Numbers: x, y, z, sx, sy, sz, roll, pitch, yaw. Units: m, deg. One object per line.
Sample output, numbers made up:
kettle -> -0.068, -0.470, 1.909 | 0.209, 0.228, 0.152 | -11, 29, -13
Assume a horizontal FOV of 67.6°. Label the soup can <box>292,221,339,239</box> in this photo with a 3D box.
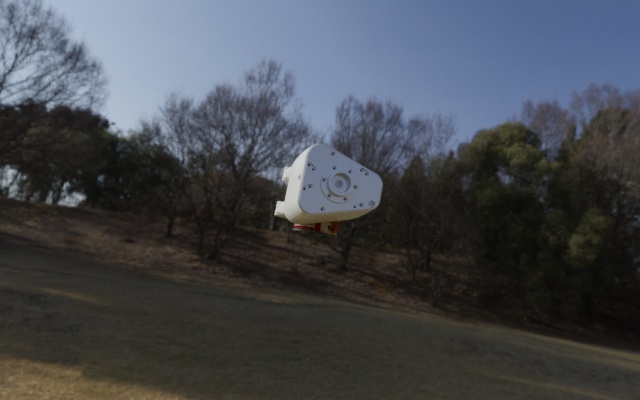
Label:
soup can -> 0.000, 0.002, 0.725 | 0.068, 0.102, 0.068 | 11, -9, 2
